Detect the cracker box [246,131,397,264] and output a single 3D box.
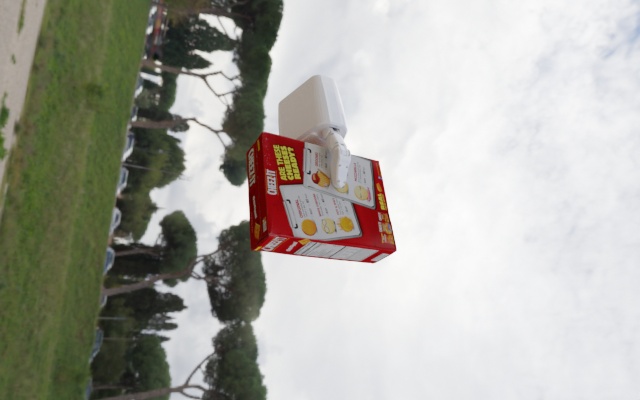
[{"bbox_3d":[0.000,0.002,0.718,0.214,0.164,0.072,10,-32,-29],"label":"cracker box"}]
